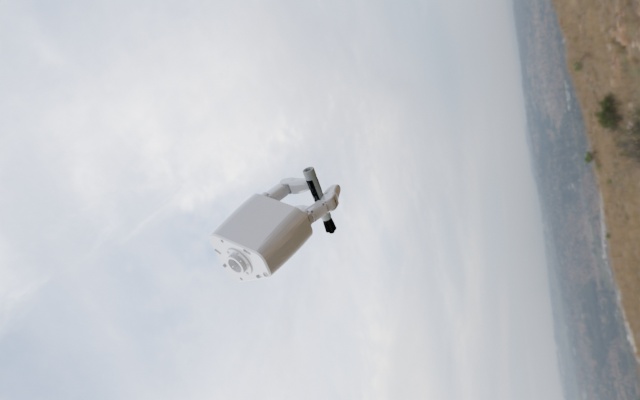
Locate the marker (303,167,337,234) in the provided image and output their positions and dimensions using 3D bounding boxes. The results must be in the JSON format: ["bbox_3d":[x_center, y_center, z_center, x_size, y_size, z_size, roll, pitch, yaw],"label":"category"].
[{"bbox_3d":[0.000,0.002,0.762,0.020,0.121,0.020,-16,27,9],"label":"marker"}]
